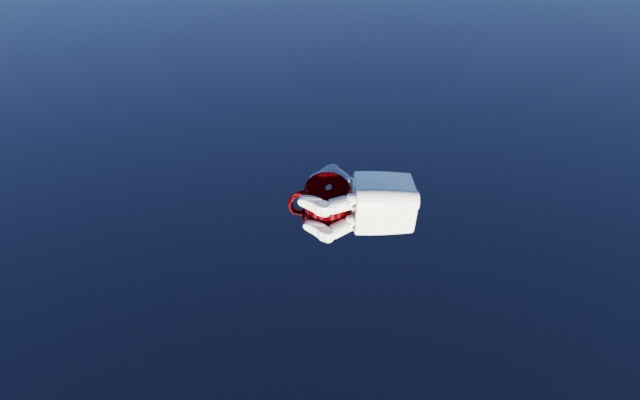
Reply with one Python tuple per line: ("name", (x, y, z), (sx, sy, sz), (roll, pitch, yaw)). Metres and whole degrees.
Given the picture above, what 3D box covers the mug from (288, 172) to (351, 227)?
("mug", (-0.001, 0.003, 0.868), (0.117, 0.082, 0.093), (0, 45, 0))
